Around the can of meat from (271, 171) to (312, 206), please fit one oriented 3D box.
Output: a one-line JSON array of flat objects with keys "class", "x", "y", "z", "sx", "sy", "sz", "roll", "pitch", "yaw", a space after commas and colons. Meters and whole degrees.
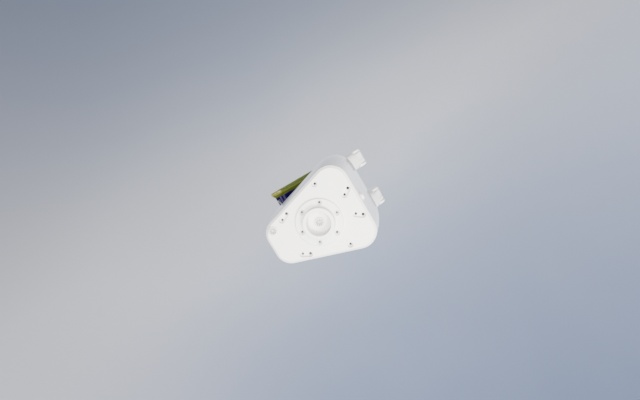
[{"class": "can of meat", "x": 0.000, "y": 0.002, "z": 0.634, "sx": 0.102, "sy": 0.084, "sz": 0.057, "roll": -30, "pitch": 5, "yaw": 6}]
